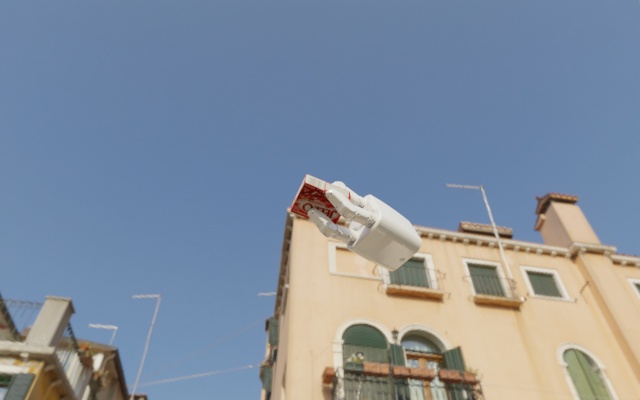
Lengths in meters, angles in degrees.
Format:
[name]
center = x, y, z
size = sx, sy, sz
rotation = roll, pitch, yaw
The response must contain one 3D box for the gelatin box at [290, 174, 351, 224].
[gelatin box]
center = 0.000, 0.002, 0.861
size = 0.089, 0.073, 0.030
rotation = 22, 37, -9
